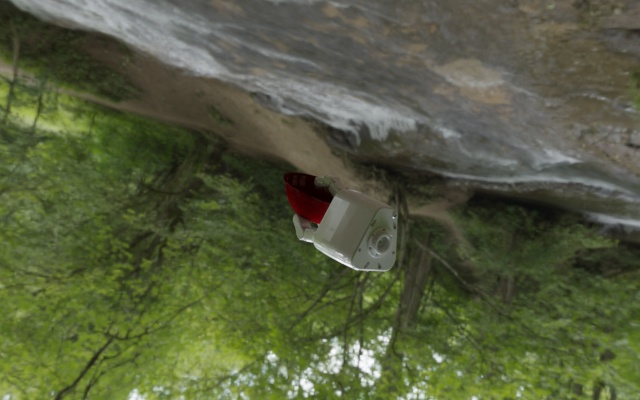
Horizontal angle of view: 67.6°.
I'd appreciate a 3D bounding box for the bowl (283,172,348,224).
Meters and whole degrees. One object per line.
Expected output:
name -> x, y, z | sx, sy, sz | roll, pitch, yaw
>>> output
bowl -> 0.000, 0.003, 0.889 | 0.162, 0.055, 0.162 | 18, 16, -6
